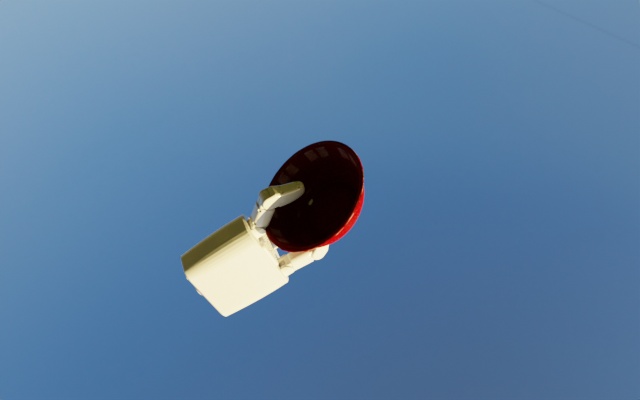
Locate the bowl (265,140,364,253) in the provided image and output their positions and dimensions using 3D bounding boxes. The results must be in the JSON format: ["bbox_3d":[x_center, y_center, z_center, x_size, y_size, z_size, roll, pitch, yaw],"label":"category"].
[{"bbox_3d":[0.001,0.002,0.641,0.162,0.162,0.055,0,-24,38],"label":"bowl"}]
